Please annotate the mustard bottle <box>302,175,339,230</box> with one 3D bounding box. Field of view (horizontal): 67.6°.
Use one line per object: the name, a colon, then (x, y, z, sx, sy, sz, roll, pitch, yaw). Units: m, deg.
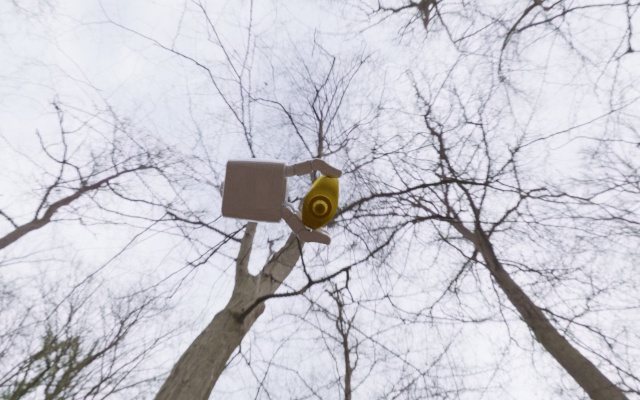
mustard bottle: (0.000, 0.003, 0.861, 0.058, 0.096, 0.191, 28, 6, -2)
